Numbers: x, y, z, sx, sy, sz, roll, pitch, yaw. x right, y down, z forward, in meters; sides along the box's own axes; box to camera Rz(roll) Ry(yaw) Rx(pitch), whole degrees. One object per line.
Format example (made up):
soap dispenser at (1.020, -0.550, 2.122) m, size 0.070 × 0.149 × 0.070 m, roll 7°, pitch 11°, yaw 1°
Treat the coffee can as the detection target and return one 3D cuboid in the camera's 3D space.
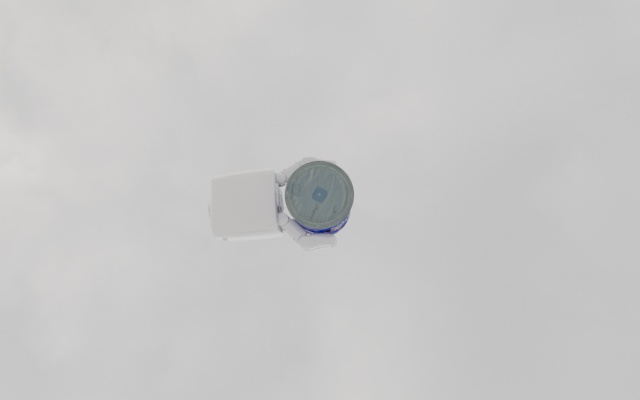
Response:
coffee can at (0.000, 0.002, 0.769) m, size 0.103 × 0.103 × 0.140 m, roll 0°, pitch -9°, yaw 2°
